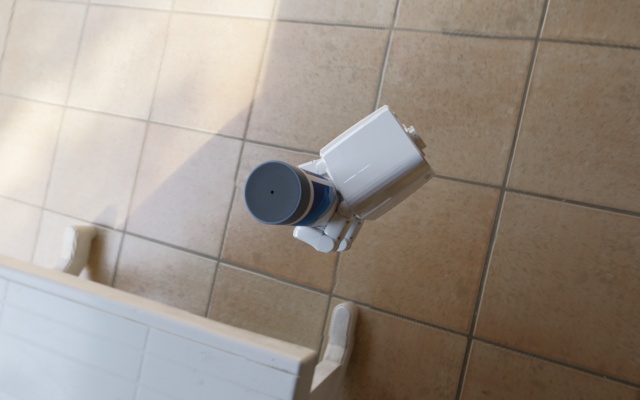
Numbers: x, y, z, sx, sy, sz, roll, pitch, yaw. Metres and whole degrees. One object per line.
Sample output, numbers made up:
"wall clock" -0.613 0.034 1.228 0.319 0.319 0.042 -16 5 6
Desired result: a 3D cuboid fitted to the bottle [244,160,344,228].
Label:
"bottle" 0.000 0.002 0.624 0.069 0.069 0.296 0 -4 20
